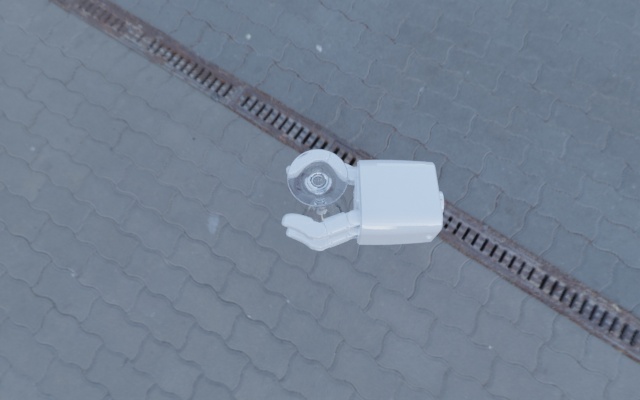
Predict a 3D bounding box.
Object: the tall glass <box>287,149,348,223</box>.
[{"bbox_3d":[0.000,0.002,0.670,0.079,0.079,0.201,0,-18,2],"label":"tall glass"}]
